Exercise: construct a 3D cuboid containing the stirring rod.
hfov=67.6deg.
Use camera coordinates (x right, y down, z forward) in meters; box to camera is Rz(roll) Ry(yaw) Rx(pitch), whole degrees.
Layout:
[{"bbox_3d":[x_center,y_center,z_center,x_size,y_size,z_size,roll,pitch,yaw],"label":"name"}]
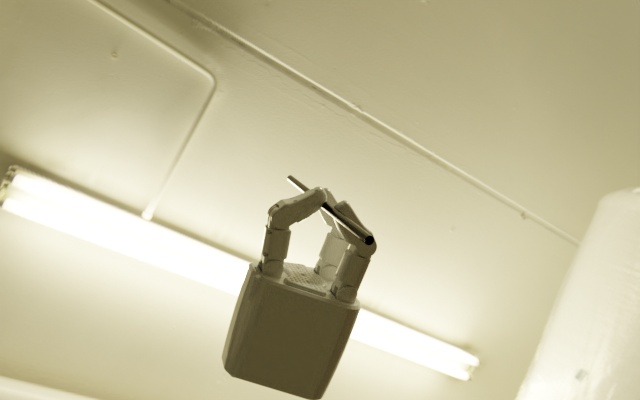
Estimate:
[{"bbox_3d":[0.000,0.002,0.473,0.011,0.011,0.239,0,14,-19],"label":"stirring rod"}]
